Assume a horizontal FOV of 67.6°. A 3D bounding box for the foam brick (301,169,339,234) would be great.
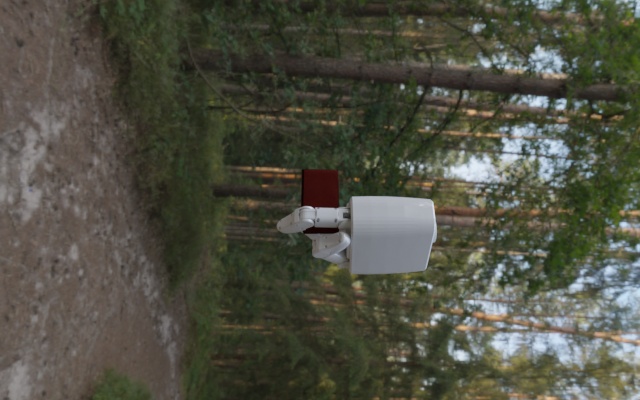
[{"bbox_3d":[0.000,0.002,0.665,0.051,0.078,0.053,-1,-27,2],"label":"foam brick"}]
